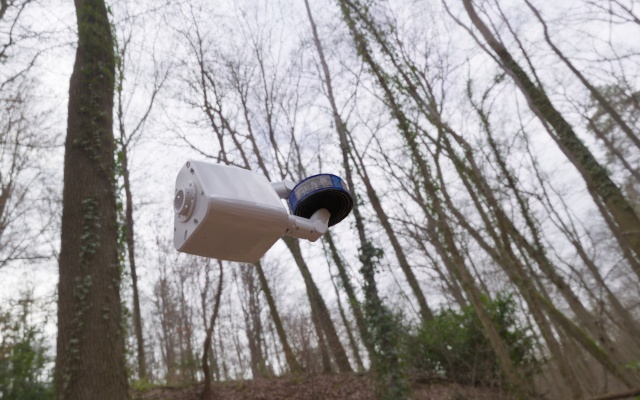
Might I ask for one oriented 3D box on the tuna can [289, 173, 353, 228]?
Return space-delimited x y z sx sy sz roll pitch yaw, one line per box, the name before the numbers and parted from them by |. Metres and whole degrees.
tuna can | 0.000 0.002 0.665 0.086 0.033 0.086 -12 -39 -10
